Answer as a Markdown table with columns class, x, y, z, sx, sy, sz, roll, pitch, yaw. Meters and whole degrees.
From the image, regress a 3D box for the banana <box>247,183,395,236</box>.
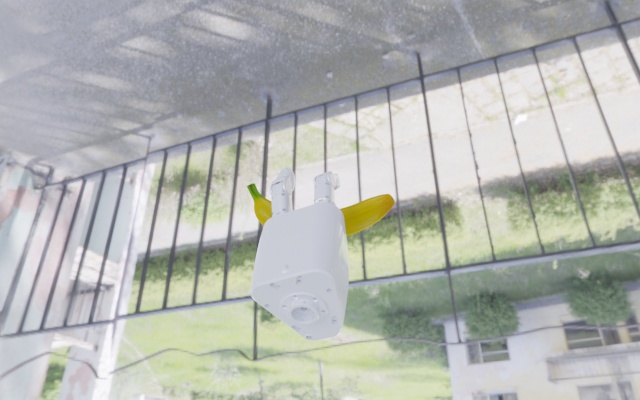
| class | x | y | z | sx | sy | sz | roll | pitch | yaw |
| --- | --- | --- | --- | --- | --- | --- | --- | --- | --- |
| banana | -0.004 | 0.020 | 0.625 | 0.198 | 0.070 | 0.037 | 4 | 15 | 8 |
